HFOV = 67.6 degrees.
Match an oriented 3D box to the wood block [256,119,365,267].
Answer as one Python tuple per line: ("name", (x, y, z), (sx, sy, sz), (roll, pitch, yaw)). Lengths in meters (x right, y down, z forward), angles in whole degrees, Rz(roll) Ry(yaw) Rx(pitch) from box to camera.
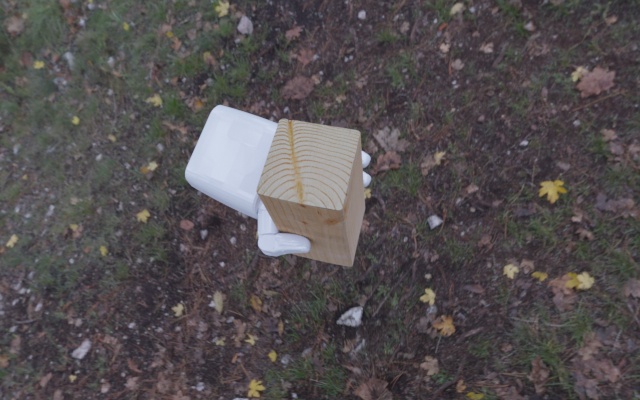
("wood block", (0.000, 0.002, 0.568), (0.090, 0.090, 0.206), (11, -21, 11))
